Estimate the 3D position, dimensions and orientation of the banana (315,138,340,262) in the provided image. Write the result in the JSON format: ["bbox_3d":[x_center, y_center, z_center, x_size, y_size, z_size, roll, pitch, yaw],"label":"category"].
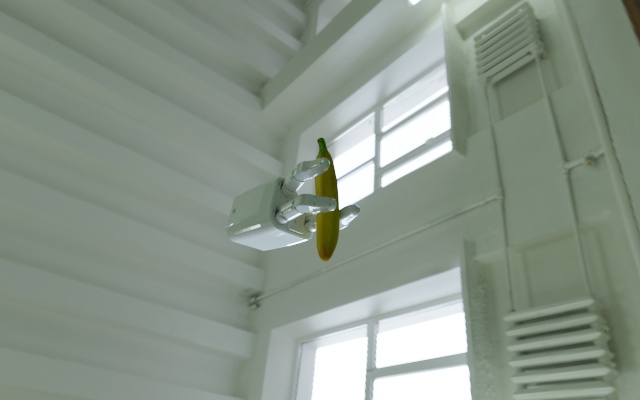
[{"bbox_3d":[0.007,0.004,0.765,0.037,0.197,0.070,-10,-17,20],"label":"banana"}]
